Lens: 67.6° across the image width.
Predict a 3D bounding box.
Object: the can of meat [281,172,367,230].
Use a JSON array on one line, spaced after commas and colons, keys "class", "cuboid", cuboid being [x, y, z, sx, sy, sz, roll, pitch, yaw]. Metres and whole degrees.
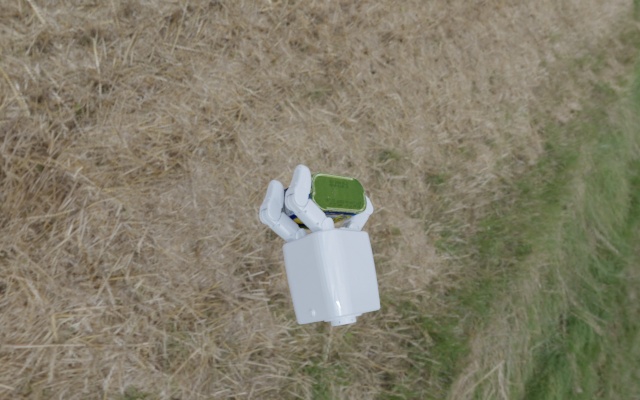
[{"class": "can of meat", "cuboid": [0.000, 0.002, 0.652, 0.102, 0.057, 0.084, 5, -20, -40]}]
